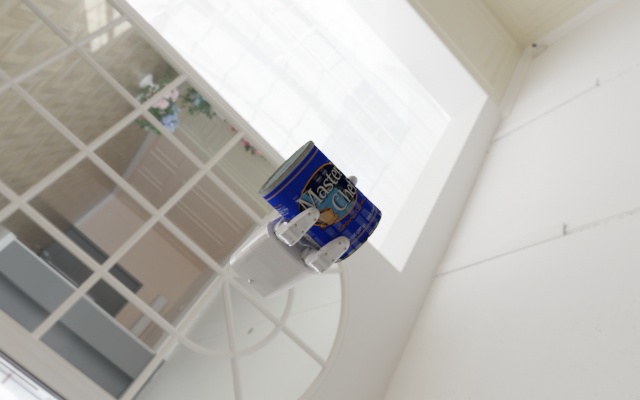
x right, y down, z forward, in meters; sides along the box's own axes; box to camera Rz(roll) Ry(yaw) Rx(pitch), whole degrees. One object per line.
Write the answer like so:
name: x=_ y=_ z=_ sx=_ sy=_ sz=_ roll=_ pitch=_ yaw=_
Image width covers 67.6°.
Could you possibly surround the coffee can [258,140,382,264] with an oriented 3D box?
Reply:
coffee can: x=0.000 y=0.002 z=0.656 sx=0.140 sy=0.103 sz=0.103 roll=45 pitch=-11 yaw=-11
